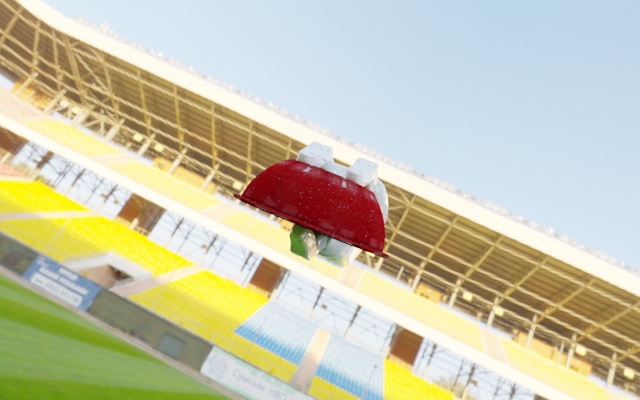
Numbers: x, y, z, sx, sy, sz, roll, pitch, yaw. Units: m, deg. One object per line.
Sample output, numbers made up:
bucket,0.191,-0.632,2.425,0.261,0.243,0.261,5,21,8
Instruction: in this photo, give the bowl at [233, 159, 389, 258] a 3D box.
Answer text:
bowl,0.000,0.001,0.465,0.162,0.055,0.162,22,-1,0
